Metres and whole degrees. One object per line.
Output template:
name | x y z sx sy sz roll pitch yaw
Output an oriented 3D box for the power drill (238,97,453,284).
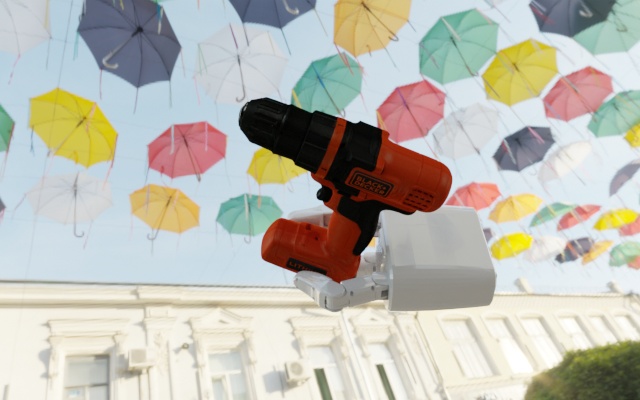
power drill | 0.000 0.002 0.445 0.184 0.057 0.188 22 -40 -5
